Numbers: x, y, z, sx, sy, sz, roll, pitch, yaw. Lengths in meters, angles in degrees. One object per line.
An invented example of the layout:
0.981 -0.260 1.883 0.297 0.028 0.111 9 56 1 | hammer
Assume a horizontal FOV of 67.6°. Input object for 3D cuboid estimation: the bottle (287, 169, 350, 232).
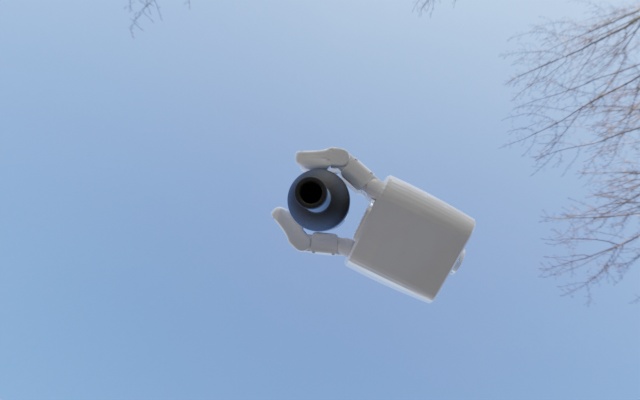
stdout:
0.000 0.002 0.540 0.069 0.069 0.296 0 -3 3 | bottle
